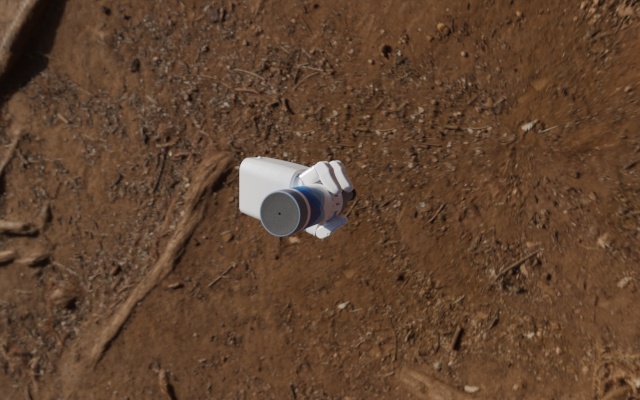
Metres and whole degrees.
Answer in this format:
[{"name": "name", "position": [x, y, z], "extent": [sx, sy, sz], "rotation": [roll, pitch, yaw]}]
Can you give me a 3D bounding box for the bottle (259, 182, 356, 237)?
[{"name": "bottle", "position": [0.000, 0.003, 0.808], "extent": [0.069, 0.069, 0.295], "rotation": [0, 6, 23]}]
